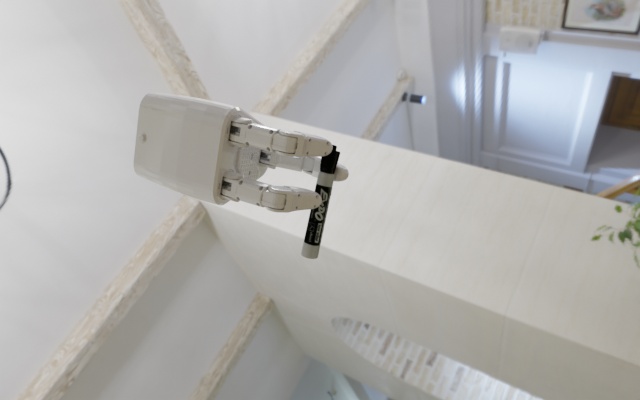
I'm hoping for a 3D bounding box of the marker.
[{"bbox_3d":[0.000,0.002,0.497,0.020,0.121,0.020,11,13,-3],"label":"marker"}]
